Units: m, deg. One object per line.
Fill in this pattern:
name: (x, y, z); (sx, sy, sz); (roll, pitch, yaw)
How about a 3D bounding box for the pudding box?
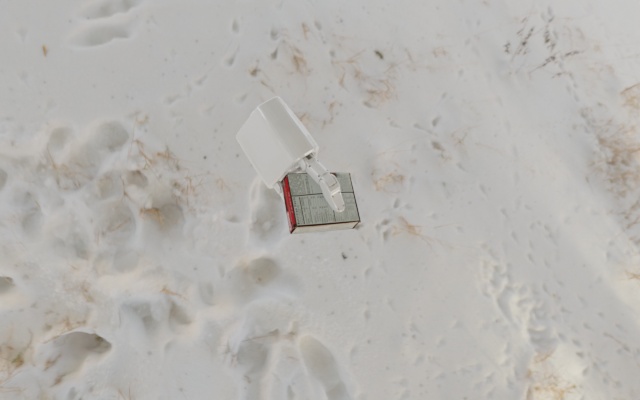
pudding box: (0.000, 0.002, 0.756); (0.113, 0.090, 0.039); (-4, -19, -20)
